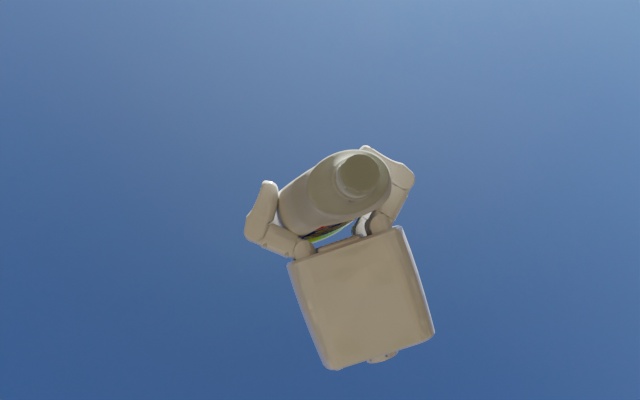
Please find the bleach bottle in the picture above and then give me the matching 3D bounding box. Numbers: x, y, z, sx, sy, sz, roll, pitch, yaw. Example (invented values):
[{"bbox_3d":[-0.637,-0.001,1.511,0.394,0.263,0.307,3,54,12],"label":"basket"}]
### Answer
[{"bbox_3d":[0.000,0.001,0.457,0.102,0.068,0.251,-18,-5,-11],"label":"bleach bottle"}]
